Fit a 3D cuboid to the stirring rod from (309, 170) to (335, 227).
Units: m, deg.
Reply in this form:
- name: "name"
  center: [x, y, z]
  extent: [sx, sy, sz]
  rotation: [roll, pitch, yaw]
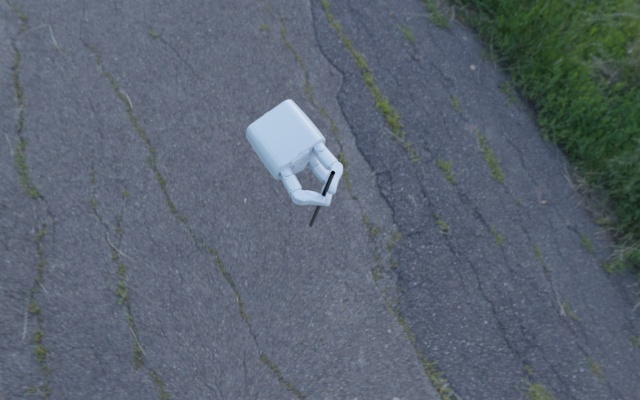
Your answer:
- name: "stirring rod"
  center: [0.000, 0.003, 0.888]
  extent: [0.011, 0.011, 0.240]
  rotation: [0, -24, -11]
